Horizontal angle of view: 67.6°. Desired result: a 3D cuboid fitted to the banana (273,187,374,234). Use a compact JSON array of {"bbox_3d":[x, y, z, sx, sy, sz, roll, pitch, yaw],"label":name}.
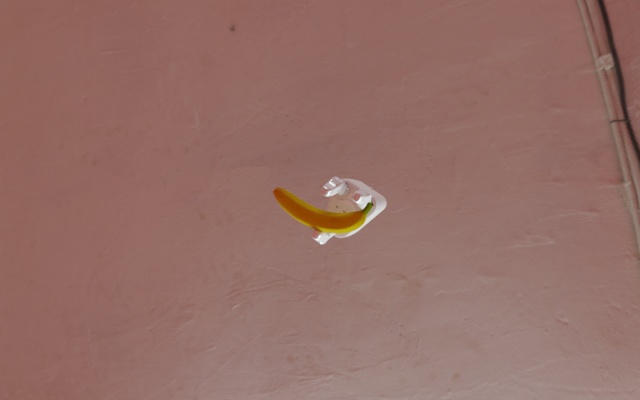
[{"bbox_3d":[0.001,0.022,0.869,0.198,0.069,0.037,9,9,22],"label":"banana"}]
